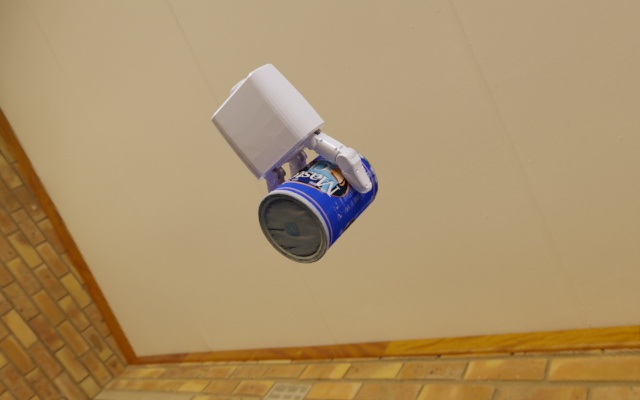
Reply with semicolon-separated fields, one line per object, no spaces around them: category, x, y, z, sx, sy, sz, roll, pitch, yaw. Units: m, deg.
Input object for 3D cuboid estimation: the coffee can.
coffee can;0.000;0.002;0.633;0.103;0.103;0.140;0;29;36
